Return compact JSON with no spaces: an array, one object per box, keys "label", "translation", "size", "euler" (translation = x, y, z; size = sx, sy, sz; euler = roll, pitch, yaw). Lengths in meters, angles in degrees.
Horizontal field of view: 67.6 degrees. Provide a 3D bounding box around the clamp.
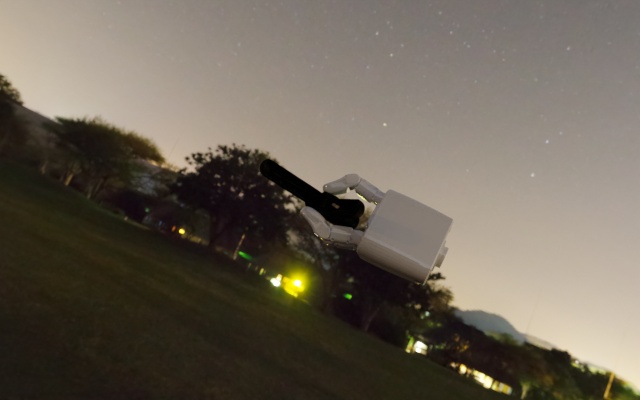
[{"label":"clamp","translation":[0.001,0.002,0.728],"size":[0.164,0.036,0.210],"euler":[27,-8,15]}]
